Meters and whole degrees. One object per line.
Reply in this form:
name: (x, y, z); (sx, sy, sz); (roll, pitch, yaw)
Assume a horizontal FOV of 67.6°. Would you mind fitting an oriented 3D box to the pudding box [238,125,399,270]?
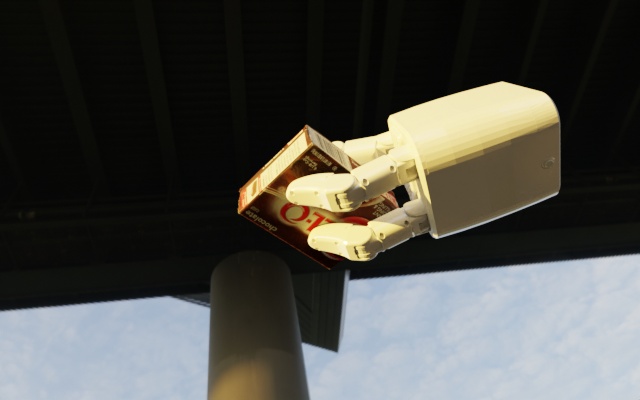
pudding box: (0.000, 0.001, 0.415); (0.113, 0.090, 0.039); (36, 25, -28)
